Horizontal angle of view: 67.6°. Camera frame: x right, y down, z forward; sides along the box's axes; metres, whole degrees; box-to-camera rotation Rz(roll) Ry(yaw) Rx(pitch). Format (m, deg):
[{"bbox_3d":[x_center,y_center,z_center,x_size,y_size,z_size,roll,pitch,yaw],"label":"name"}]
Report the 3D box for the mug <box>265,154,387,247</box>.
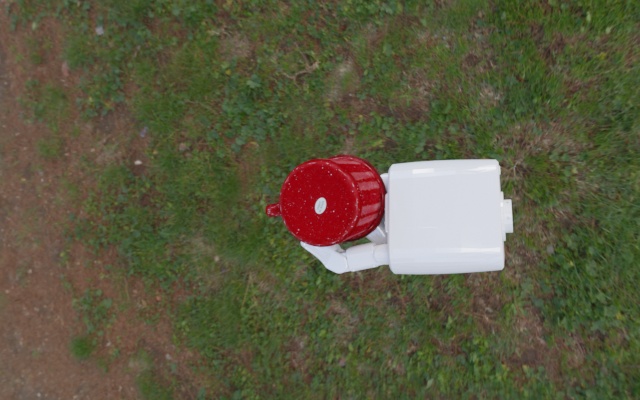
[{"bbox_3d":[-0.001,0.002,0.474,0.117,0.093,0.081,-6,2,21],"label":"mug"}]
